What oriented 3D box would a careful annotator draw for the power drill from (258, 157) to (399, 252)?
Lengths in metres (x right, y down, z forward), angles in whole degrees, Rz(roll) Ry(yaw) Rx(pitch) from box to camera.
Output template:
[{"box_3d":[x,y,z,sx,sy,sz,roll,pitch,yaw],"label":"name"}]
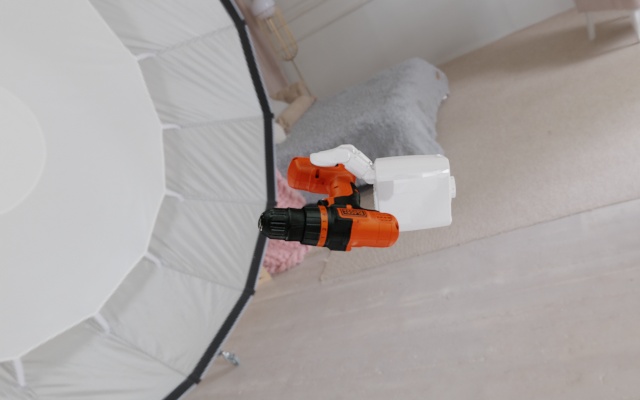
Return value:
[{"box_3d":[0.000,0.002,0.671,0.184,0.057,0.187,6,29,-15],"label":"power drill"}]
